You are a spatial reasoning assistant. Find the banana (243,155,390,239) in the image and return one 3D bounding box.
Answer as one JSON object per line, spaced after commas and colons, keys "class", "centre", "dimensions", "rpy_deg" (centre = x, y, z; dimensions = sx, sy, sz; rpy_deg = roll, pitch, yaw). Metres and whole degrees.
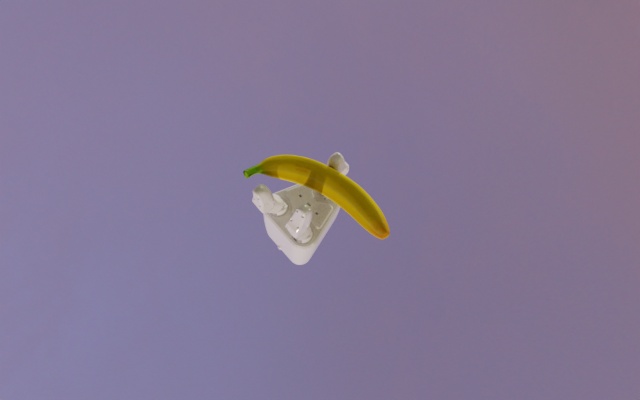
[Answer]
{"class": "banana", "centre": [0.004, -0.014, 0.615], "dimensions": [0.198, 0.069, 0.037], "rpy_deg": [23, -29, 4]}
